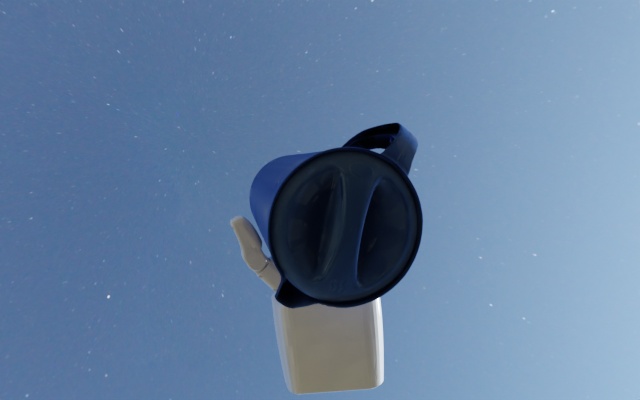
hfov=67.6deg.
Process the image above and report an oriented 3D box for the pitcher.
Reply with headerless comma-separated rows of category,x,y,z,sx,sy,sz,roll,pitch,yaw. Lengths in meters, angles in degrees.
pitcher,0.000,0.002,0.497,0.149,0.145,0.243,-10,10,-14
